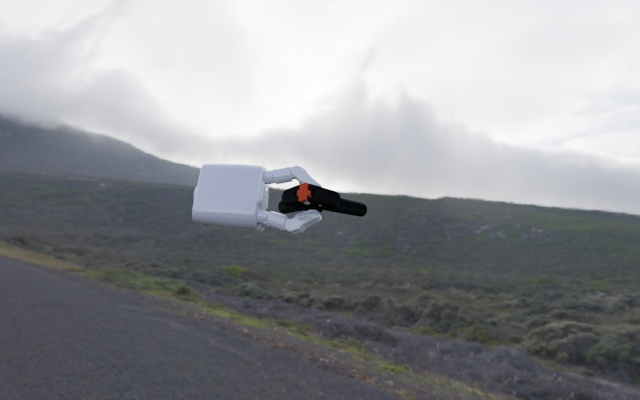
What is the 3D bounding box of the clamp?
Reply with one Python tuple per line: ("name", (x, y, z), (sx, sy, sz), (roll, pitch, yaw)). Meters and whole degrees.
("clamp", (0.000, 0.002, 0.798), (0.164, 0.036, 0.210), (2, -8, 2))
